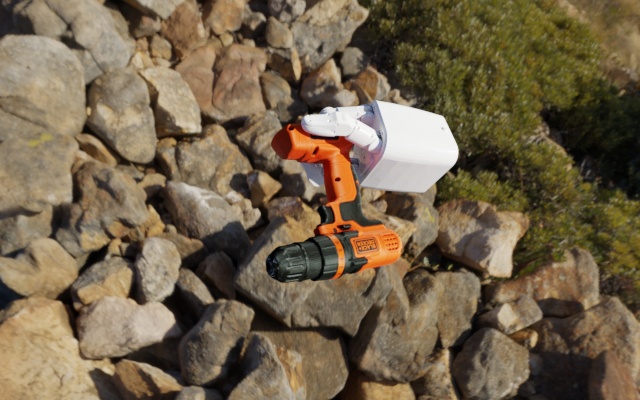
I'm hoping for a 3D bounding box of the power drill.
[{"bbox_3d":[0.000,0.001,0.573,0.184,0.187,0.057,-4,-19,-38],"label":"power drill"}]
